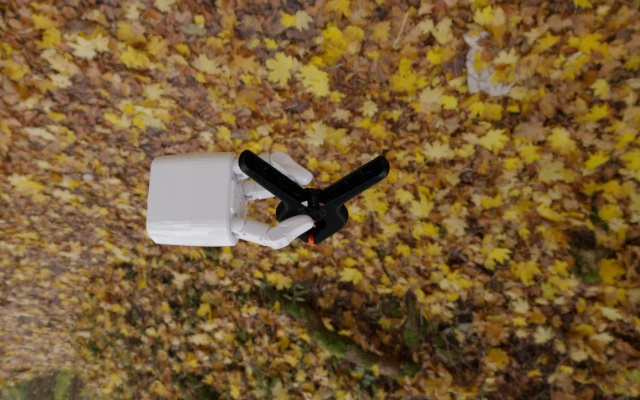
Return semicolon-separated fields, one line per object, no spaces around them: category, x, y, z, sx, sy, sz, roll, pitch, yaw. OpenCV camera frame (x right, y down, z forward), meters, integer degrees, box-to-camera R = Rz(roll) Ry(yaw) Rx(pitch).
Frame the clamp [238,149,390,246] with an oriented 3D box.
clamp;0.000;0.003;0.593;0.164;0.036;0.210;0;-29;6
